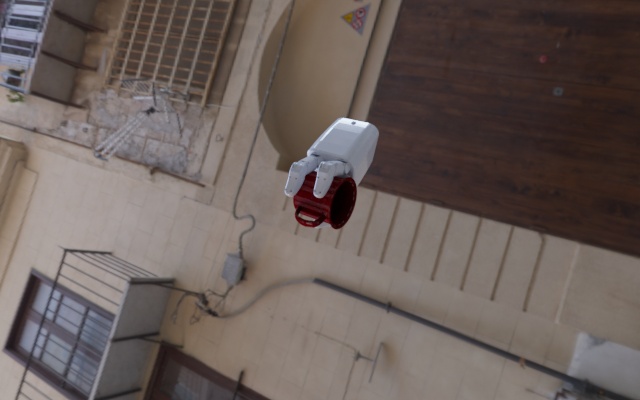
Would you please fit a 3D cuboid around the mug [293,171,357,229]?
[{"bbox_3d":[-0.001,0.004,0.828,0.081,0.093,0.117,17,52,29],"label":"mug"}]
